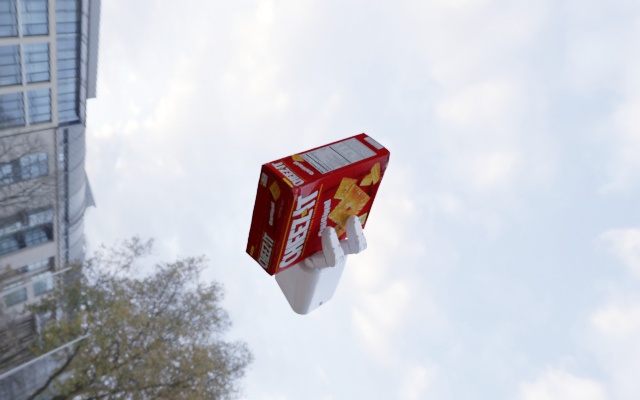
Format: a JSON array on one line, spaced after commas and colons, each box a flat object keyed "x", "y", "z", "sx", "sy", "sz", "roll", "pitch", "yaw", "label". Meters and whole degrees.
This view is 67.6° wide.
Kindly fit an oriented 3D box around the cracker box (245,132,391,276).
[{"x": 0.000, "y": 0.002, "z": 0.723, "sx": 0.213, "sy": 0.164, "sz": 0.072, "roll": -23, "pitch": 51, "yaw": -41, "label": "cracker box"}]
